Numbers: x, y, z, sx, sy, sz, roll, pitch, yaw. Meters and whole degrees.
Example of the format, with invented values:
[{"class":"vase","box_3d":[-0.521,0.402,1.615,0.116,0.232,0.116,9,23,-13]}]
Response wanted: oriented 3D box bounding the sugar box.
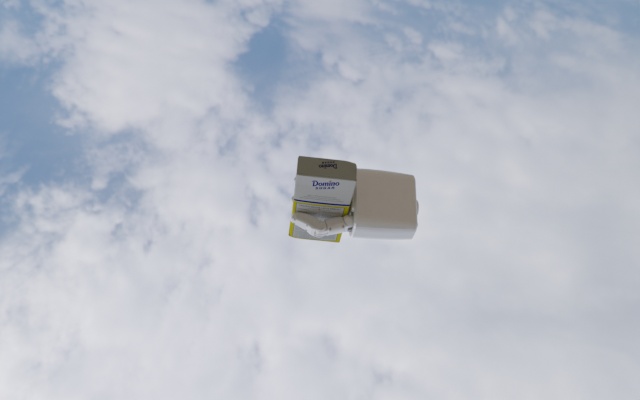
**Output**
[{"class":"sugar box","box_3d":[0.000,0.002,0.786,0.093,0.048,0.176,6,-40,-4]}]
